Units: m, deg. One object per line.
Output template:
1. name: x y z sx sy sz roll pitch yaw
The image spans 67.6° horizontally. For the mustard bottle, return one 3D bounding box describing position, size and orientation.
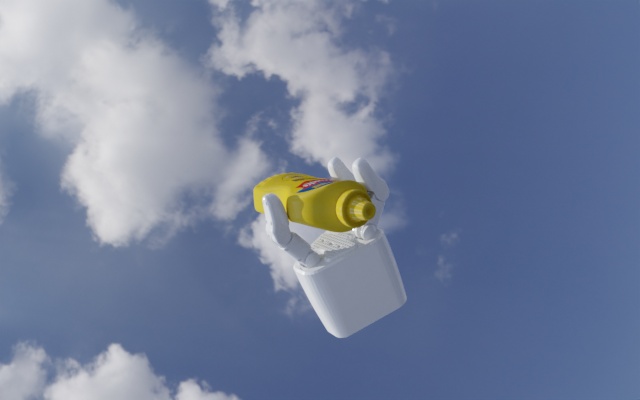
1. mustard bottle: 0.000 0.002 0.568 0.096 0.058 0.191 -7 10 -31
